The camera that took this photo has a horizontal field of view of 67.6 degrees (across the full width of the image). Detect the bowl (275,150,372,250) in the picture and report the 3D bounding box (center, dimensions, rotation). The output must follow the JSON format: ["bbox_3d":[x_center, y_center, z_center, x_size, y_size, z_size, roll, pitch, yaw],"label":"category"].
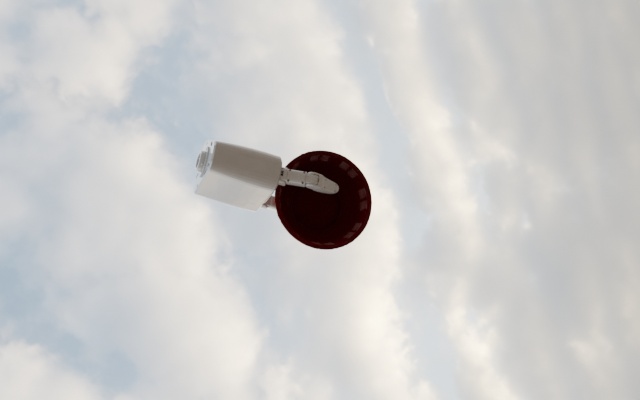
[{"bbox_3d":[0.001,0.003,0.783,0.162,0.162,0.055,0,-11,-15],"label":"bowl"}]
